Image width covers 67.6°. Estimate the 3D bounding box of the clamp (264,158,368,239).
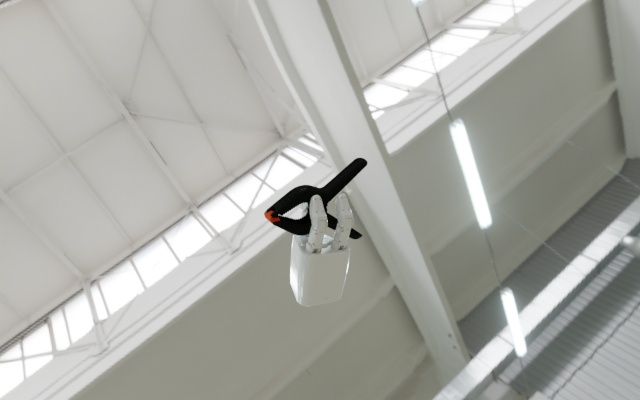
[{"bbox_3d":[-0.001,0.003,0.868,0.210,0.165,0.036,-4,21,-31],"label":"clamp"}]
